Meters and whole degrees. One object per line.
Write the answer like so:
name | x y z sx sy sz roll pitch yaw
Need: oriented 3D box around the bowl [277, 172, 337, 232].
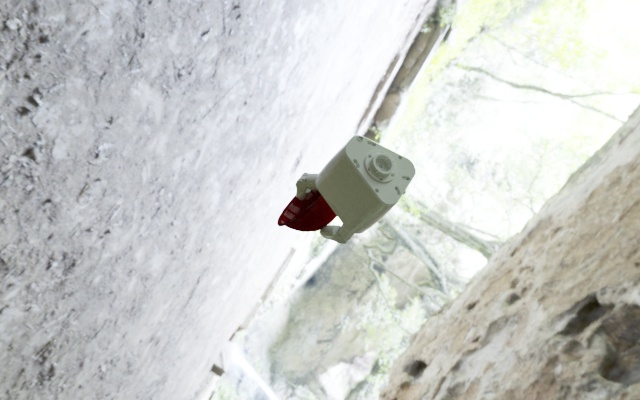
bowl | 0.000 0.003 0.830 0.055 0.162 0.162 46 -13 -13
